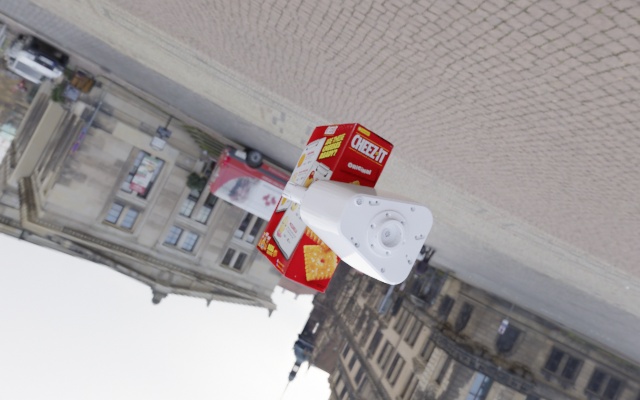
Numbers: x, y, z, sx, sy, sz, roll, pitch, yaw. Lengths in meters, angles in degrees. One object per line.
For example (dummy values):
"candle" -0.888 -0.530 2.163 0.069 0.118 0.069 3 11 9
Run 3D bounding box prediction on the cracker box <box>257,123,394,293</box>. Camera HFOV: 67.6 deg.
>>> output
"cracker box" 0.000 0.002 0.676 0.072 0.213 0.164 27 -3 -21
